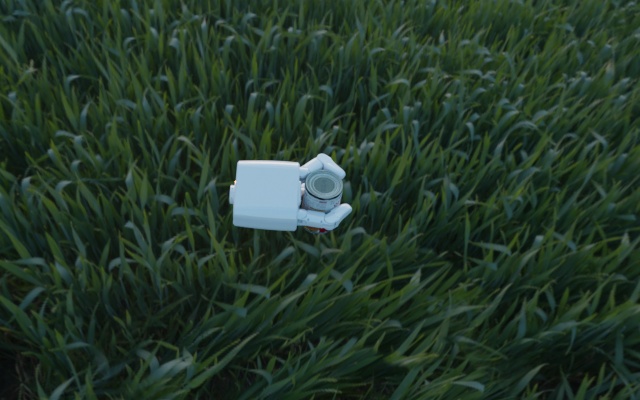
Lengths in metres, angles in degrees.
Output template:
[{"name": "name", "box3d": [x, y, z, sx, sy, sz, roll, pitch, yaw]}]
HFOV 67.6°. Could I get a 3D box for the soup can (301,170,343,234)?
[{"name": "soup can", "box3d": [0.001, 0.003, 0.842, 0.068, 0.068, 0.102, 0, -38, -9]}]
